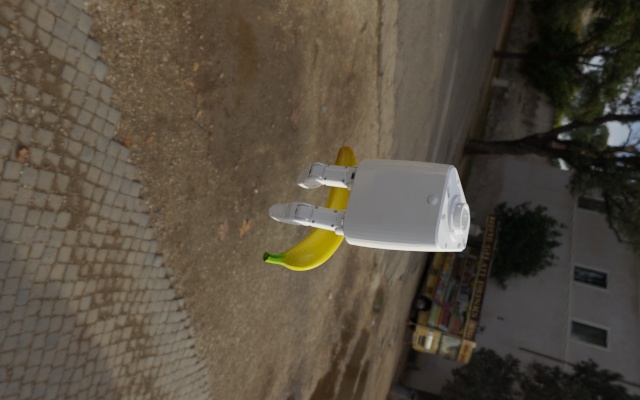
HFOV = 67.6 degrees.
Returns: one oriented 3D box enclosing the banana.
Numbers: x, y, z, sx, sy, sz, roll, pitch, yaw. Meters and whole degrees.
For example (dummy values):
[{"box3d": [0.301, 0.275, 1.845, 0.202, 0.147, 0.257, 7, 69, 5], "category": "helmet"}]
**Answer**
[{"box3d": [0.009, 0.017, 0.595, 0.037, 0.197, 0.070, -8, -50, 48], "category": "banana"}]
